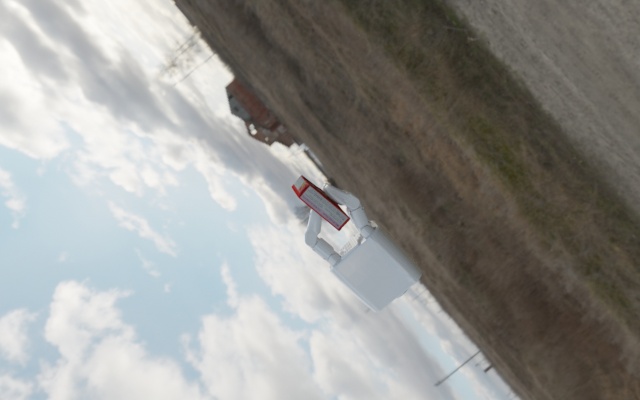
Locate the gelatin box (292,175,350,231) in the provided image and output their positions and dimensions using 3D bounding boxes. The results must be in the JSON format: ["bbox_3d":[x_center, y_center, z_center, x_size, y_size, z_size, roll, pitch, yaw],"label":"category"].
[{"bbox_3d":[0.000,0.003,0.755,0.089,0.030,0.073,39,4,-18],"label":"gelatin box"}]
